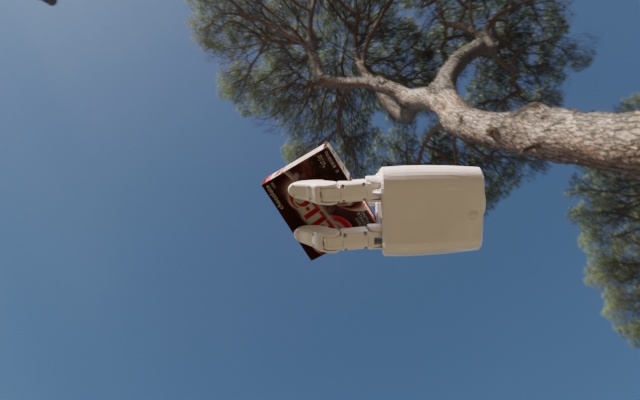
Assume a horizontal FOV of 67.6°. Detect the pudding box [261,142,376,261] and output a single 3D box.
[{"bbox_3d":[0.000,0.002,0.556,0.090,0.113,0.039,-29,12,14],"label":"pudding box"}]
